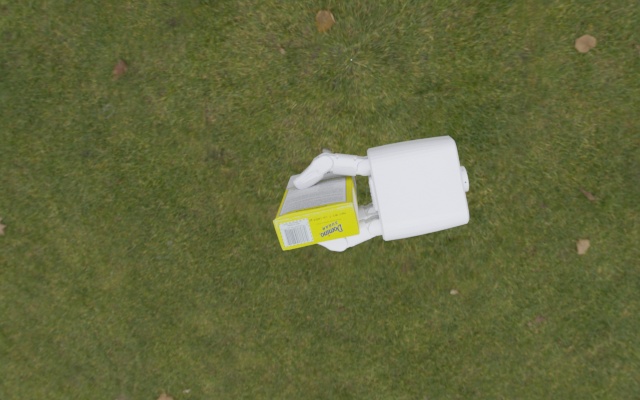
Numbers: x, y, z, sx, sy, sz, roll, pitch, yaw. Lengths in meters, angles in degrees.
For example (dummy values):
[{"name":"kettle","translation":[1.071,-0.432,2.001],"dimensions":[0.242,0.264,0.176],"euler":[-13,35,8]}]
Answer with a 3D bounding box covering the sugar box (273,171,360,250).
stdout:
[{"name":"sugar box","translation":[0.000,0.003,0.610],"dimensions":[0.093,0.048,0.176],"euler":[-11,15,7]}]
